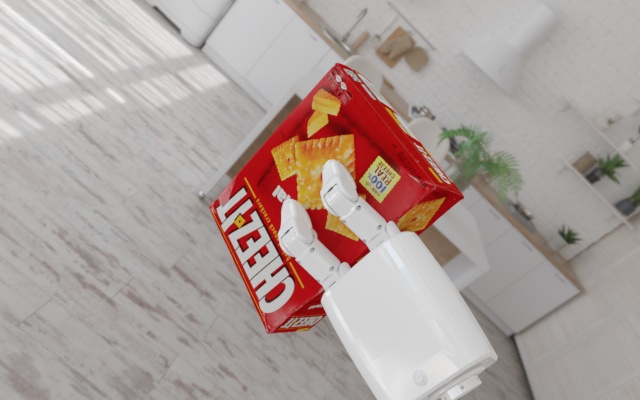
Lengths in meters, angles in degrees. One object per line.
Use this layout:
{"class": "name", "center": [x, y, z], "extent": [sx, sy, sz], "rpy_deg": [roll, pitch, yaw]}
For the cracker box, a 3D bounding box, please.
{"class": "cracker box", "center": [0.000, 0.001, 0.463], "extent": [0.214, 0.164, 0.072], "rpy_deg": [-44, -31, 22]}
